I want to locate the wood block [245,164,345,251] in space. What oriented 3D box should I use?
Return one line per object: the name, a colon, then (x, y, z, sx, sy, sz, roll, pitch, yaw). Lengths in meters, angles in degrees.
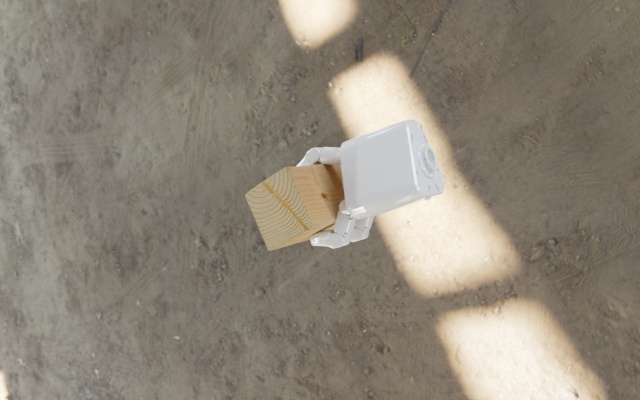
wood block: (0.000, 0.002, 0.726, 0.090, 0.091, 0.206, -31, -12, 33)
